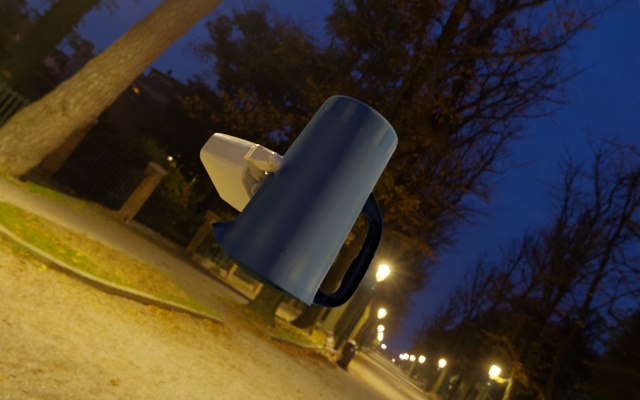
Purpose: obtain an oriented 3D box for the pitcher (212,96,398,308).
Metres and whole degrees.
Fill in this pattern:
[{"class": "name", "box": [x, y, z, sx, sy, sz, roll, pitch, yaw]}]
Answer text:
[{"class": "pitcher", "box": [0.000, 0.002, 0.588, 0.145, 0.243, 0.149, 24, -14, 37]}]
